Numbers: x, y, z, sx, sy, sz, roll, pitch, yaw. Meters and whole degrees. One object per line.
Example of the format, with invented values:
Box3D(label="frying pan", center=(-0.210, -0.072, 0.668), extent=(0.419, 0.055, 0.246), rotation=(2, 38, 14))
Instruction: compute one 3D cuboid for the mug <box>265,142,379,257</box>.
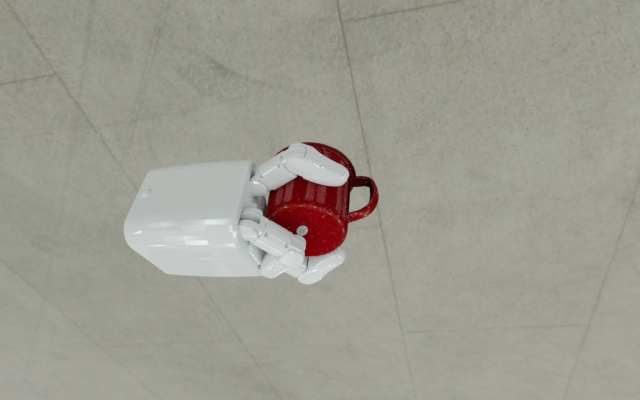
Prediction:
Box3D(label="mug", center=(0.001, 0.002, 0.480), extent=(0.117, 0.081, 0.093), rotation=(-3, -44, 10))
